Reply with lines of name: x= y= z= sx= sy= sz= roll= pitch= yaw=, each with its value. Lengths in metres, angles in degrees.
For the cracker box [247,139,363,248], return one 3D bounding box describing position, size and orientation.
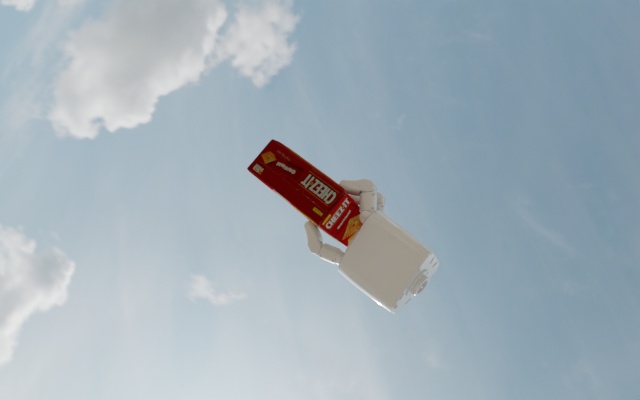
cracker box: x=0.000 y=0.003 z=0.790 sx=0.164 sy=0.072 sz=0.214 roll=36 pitch=-3 yaw=29
